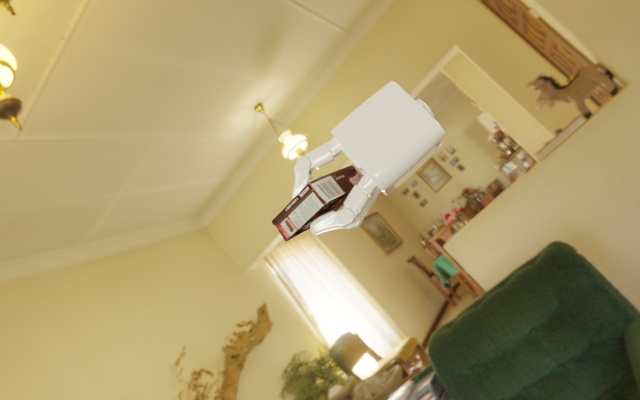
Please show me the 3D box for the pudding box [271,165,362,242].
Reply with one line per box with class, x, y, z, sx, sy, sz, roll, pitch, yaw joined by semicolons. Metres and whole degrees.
pudding box;0.000;0.002;0.639;0.090;0.039;0.113;-45;-13;34
